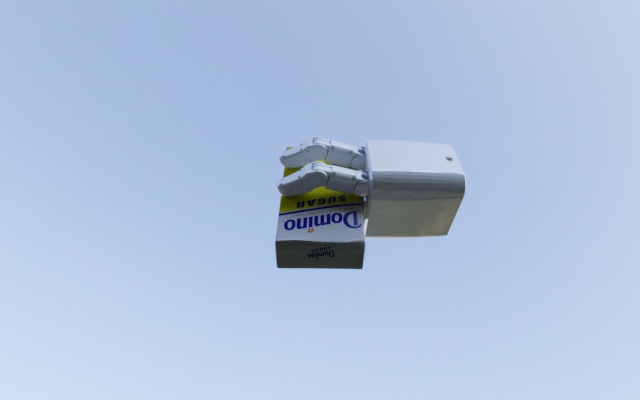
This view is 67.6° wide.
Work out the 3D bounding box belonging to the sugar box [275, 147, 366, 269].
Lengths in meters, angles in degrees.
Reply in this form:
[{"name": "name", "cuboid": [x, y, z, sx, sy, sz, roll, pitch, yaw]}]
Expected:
[{"name": "sugar box", "cuboid": [0.000, 0.001, 0.551, 0.093, 0.048, 0.176, 0, 36, -1]}]
